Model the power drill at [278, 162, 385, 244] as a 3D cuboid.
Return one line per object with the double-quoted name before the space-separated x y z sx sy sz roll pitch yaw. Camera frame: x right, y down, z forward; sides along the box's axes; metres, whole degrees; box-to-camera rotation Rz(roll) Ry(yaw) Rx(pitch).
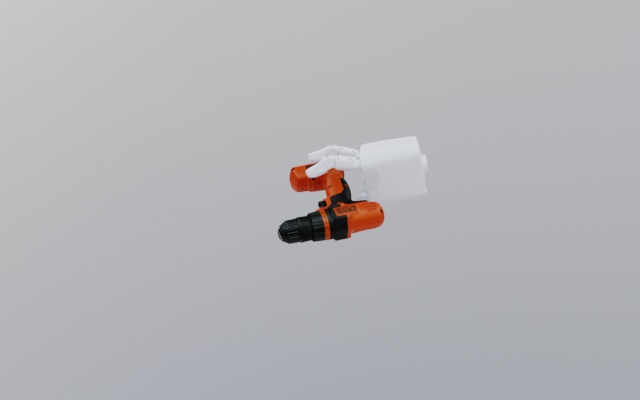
"power drill" 0.000 0.002 0.858 0.184 0.057 0.187 -9 37 -13
